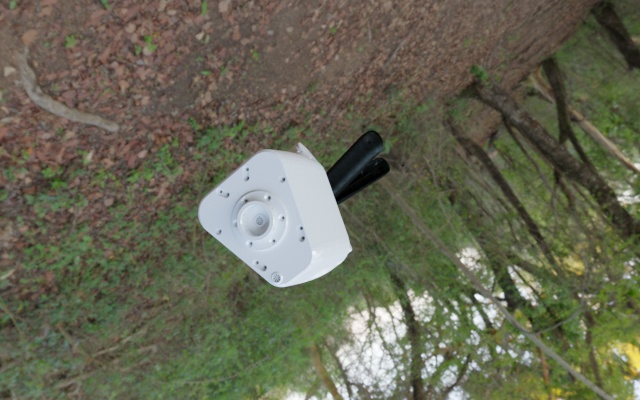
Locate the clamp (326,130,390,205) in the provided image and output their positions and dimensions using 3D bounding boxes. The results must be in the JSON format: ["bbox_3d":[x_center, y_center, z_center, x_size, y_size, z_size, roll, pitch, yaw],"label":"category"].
[{"bbox_3d":[0.000,0.003,0.567,0.210,0.036,0.164,-39,-12,12],"label":"clamp"}]
